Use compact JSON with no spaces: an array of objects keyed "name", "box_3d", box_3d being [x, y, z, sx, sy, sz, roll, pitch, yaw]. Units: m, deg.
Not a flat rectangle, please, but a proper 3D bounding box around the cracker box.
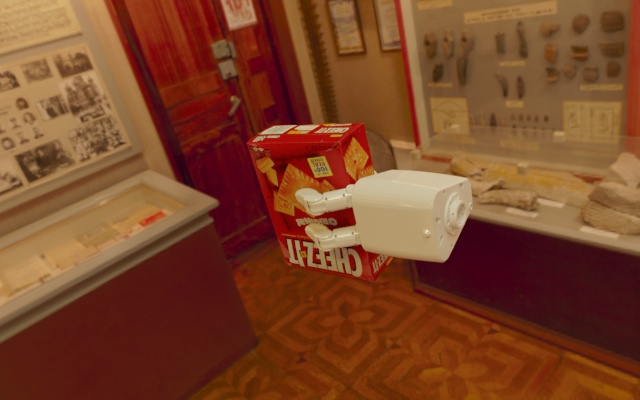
[{"name":"cracker box","box_3d":[0.000,0.002,0.676,0.164,0.214,0.072,5,32,37]}]
